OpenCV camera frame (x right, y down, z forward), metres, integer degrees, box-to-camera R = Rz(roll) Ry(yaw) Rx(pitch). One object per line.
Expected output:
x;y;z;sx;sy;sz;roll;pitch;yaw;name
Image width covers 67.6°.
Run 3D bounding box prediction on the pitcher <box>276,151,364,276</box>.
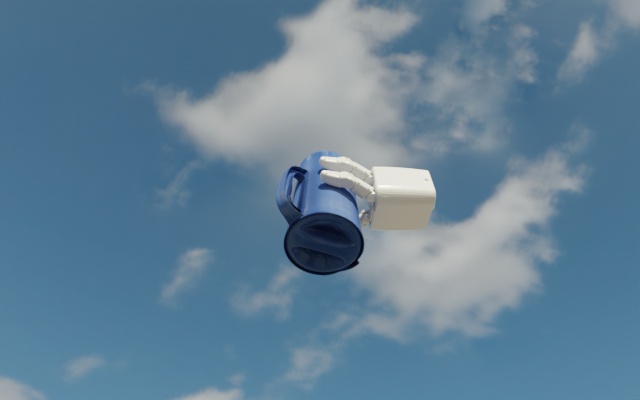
0.000;0.003;0.871;0.145;0.149;0.242;1;35;0;pitcher
